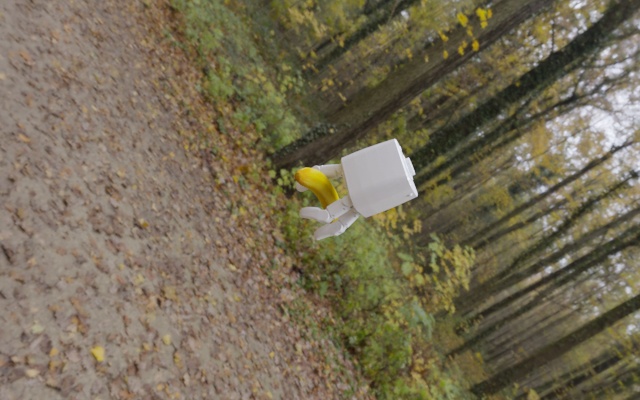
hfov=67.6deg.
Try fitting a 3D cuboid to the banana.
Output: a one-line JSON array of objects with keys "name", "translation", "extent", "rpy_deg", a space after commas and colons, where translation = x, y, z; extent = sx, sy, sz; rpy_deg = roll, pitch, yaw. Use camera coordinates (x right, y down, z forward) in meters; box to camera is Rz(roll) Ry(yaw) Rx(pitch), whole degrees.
[{"name": "banana", "translation": [0.003, -0.010, 0.878], "extent": [0.037, 0.069, 0.198], "rpy_deg": [-9, -38, 19]}]
